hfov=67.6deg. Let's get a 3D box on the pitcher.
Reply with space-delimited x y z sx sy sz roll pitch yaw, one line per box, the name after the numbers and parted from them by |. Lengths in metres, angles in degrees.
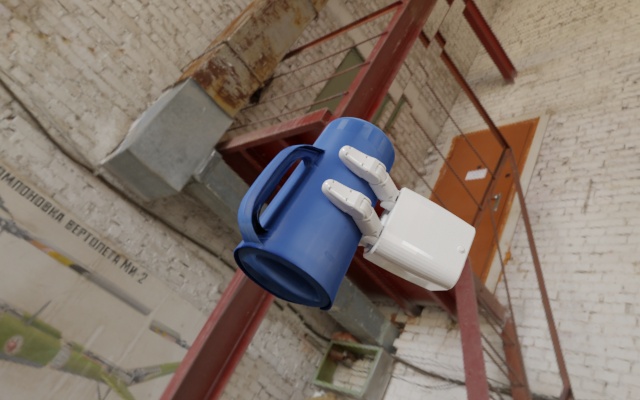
0.000 0.002 0.611 0.145 0.242 0.149 28 -29 3 | pitcher
